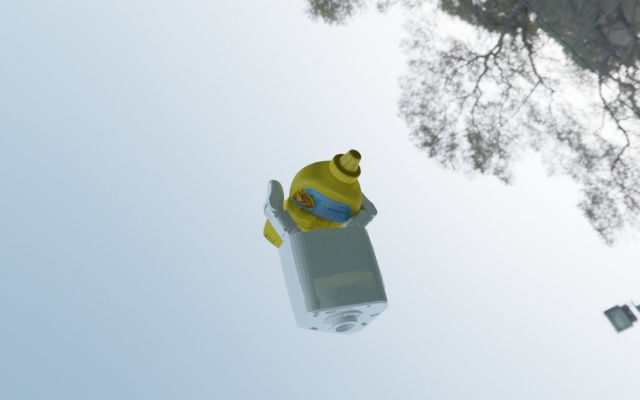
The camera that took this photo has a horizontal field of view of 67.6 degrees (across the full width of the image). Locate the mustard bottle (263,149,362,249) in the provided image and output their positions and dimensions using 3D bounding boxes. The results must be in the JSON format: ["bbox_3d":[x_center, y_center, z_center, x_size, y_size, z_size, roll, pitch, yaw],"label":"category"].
[{"bbox_3d":[0.000,0.002,0.643,0.096,0.058,0.192,25,-48,-12],"label":"mustard bottle"}]
